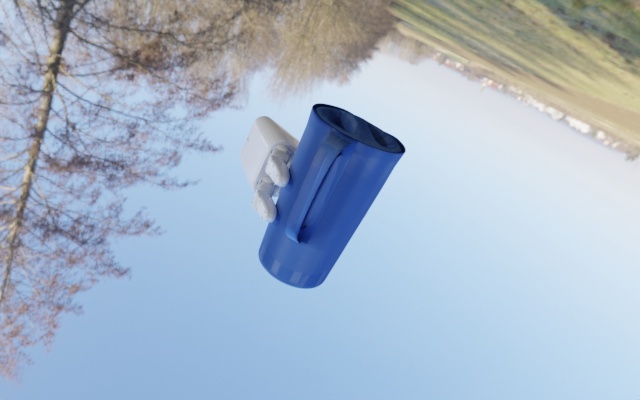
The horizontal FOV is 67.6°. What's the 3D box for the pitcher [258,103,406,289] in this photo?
[{"bbox_3d":[0.000,0.002,0.651,0.149,0.243,0.145,11,27,-32],"label":"pitcher"}]
